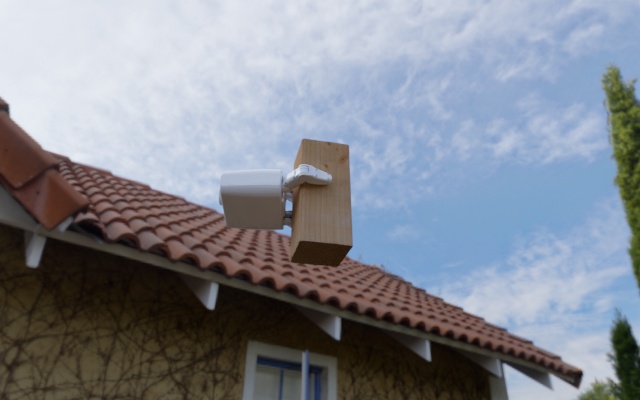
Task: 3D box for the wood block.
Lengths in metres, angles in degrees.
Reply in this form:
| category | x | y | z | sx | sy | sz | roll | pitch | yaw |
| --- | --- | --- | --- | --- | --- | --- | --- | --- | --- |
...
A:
| category | x | y | z | sx | sy | sz | roll | pitch | yaw |
| --- | --- | --- | --- | --- | --- | --- | --- | --- | --- |
| wood block | 0.000 | 0.002 | 0.849 | 0.090 | 0.206 | 0.091 | 7 | -31 | -12 |
